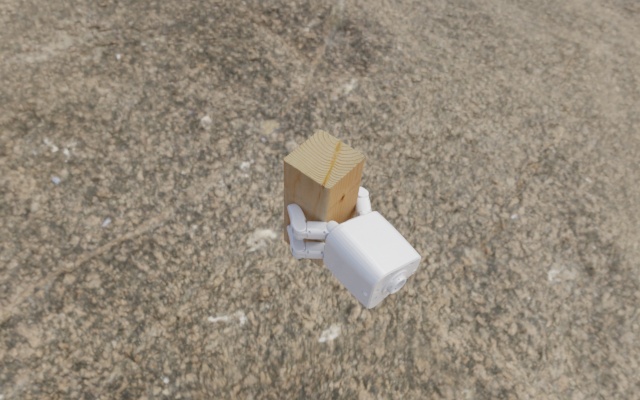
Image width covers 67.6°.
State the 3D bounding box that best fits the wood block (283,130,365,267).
[{"bbox_3d":[0.001,0.002,0.777,0.090,0.206,0.090,34,56,22],"label":"wood block"}]
